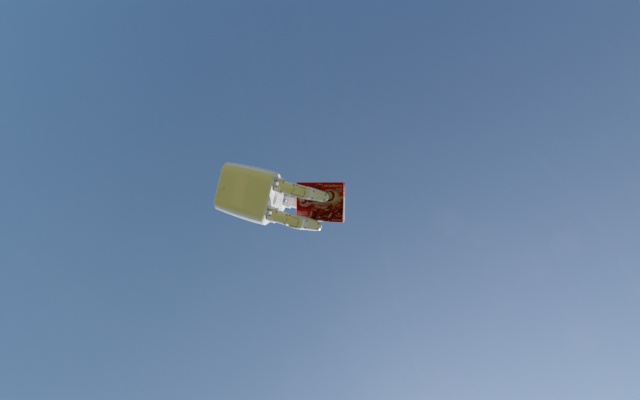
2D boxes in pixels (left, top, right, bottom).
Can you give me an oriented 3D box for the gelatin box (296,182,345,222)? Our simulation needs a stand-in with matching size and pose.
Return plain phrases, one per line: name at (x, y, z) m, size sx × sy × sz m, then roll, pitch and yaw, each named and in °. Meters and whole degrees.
gelatin box at (0.001, 0.003, 0.878) m, size 0.089 × 0.073 × 0.030 m, roll 1°, pitch 0°, yaw 10°
